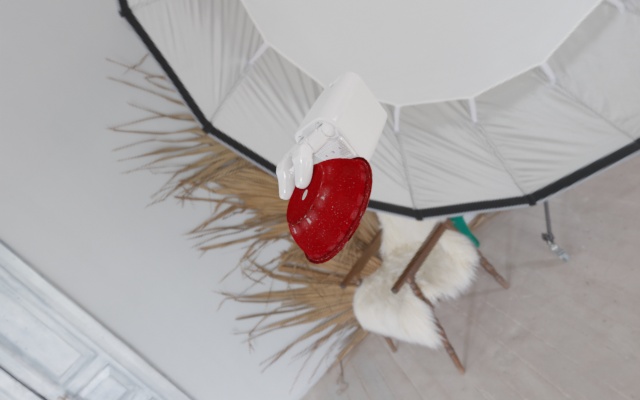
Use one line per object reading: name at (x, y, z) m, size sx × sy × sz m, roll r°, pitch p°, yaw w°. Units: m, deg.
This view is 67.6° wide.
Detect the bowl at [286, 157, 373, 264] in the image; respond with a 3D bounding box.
bowl at (0.000, 0.003, 0.647) m, size 0.055 × 0.162 × 0.162 m, roll 26°, pitch -11°, yaw -23°
